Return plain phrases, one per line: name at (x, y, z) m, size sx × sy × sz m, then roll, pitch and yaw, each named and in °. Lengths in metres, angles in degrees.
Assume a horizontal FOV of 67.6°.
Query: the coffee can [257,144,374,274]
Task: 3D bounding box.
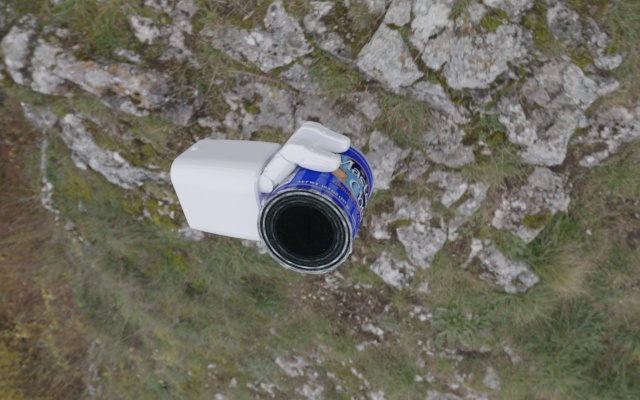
coffee can at (0.000, 0.002, 0.546) m, size 0.103 × 0.103 × 0.140 m, roll 0°, pitch 27°, yaw 16°
